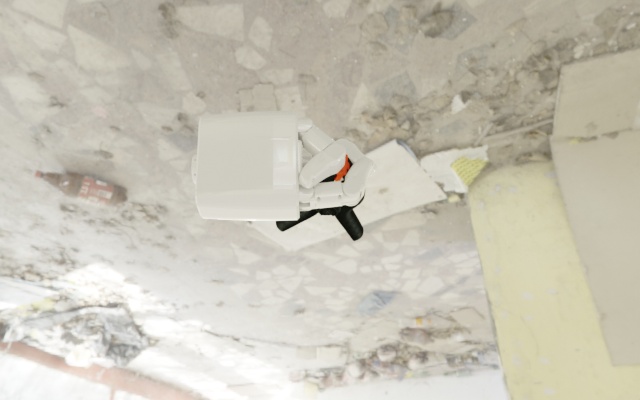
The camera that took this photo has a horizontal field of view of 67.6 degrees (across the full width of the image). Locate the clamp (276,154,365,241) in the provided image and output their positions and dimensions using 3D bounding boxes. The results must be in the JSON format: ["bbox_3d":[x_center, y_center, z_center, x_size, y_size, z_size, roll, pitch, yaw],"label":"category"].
[{"bbox_3d":[0.000,0.002,0.598,0.120,0.039,0.172,-2,-34,-2],"label":"clamp"}]
